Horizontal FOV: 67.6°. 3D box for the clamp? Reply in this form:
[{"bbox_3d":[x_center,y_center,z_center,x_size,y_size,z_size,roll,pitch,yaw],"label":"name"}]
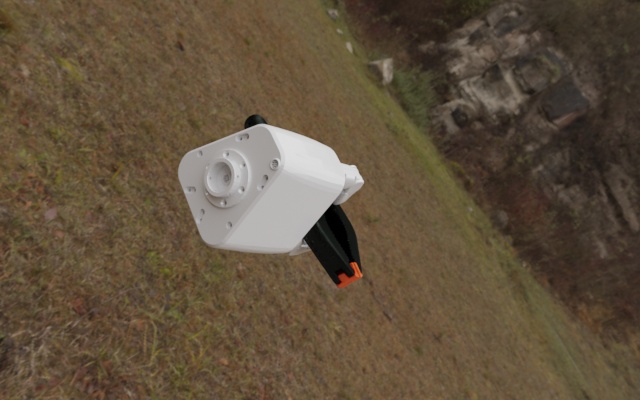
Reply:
[{"bbox_3d":[0.001,0.002,0.566,0.036,0.210,0.164,-35,-21,23],"label":"clamp"}]
